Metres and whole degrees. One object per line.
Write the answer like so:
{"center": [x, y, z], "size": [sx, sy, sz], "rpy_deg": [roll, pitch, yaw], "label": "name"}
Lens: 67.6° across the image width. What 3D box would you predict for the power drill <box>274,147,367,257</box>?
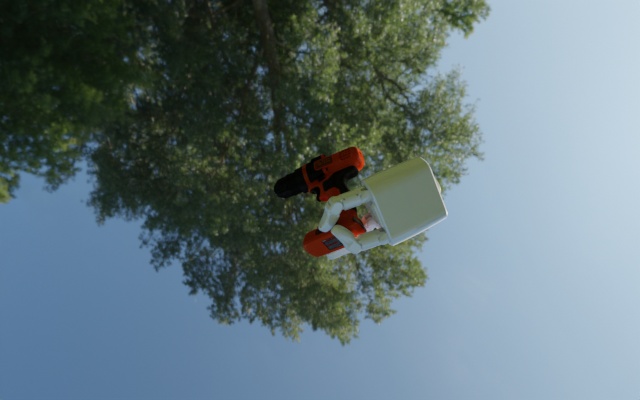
{"center": [0.000, 0.003, 0.851], "size": [0.184, 0.187, 0.057], "rpy_deg": [-23, -39, 19], "label": "power drill"}
